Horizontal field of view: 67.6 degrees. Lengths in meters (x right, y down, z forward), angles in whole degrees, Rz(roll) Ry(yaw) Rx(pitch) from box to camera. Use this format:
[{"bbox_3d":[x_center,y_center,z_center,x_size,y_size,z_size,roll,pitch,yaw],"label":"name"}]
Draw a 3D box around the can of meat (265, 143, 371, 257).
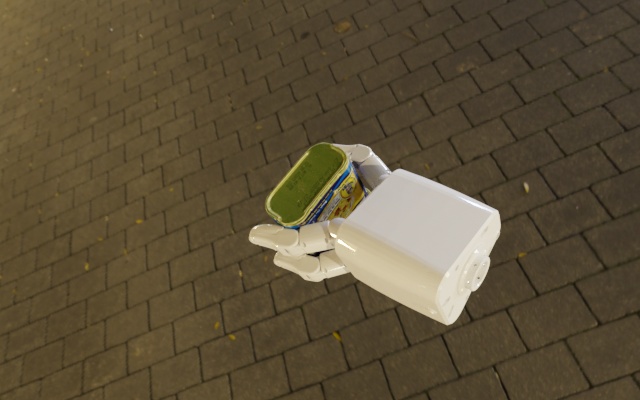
[{"bbox_3d":[0.000,0.001,0.500,0.057,0.102,0.084,31,-14,35],"label":"can of meat"}]
